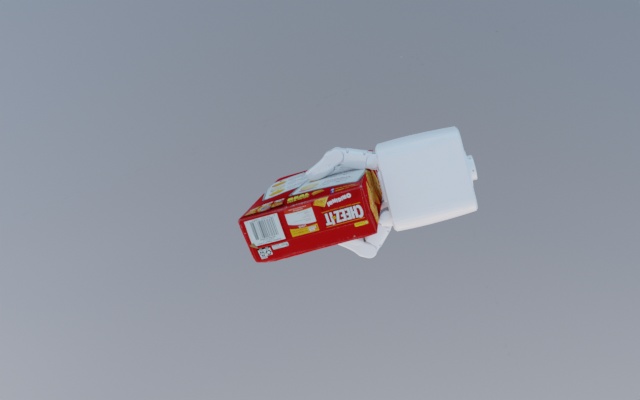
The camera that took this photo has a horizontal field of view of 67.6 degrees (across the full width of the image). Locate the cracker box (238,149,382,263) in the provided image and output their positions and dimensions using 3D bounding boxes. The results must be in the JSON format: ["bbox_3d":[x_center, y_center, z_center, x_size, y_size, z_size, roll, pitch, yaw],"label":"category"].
[{"bbox_3d":[0.000,0.002,0.672,0.164,0.072,0.213,-16,13,14],"label":"cracker box"}]
